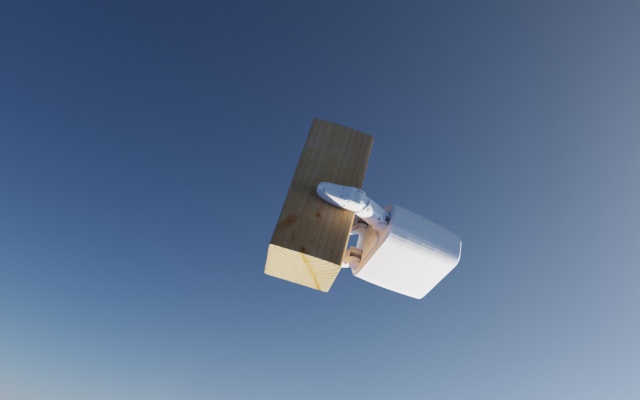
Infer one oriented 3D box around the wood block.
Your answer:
[{"bbox_3d":[0.001,0.002,0.642,0.090,0.206,0.091,18,-33,-1],"label":"wood block"}]
